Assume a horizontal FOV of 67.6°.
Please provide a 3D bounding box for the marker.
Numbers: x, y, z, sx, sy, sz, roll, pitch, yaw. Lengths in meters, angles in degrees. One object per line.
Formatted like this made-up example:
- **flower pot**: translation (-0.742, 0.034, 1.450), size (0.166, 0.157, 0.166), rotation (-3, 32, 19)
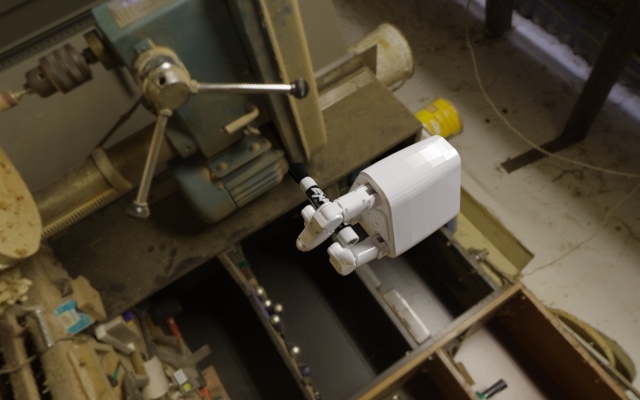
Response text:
- **marker**: translation (0.000, 0.002, 0.525), size (0.020, 0.121, 0.020), rotation (-29, -28, -17)
